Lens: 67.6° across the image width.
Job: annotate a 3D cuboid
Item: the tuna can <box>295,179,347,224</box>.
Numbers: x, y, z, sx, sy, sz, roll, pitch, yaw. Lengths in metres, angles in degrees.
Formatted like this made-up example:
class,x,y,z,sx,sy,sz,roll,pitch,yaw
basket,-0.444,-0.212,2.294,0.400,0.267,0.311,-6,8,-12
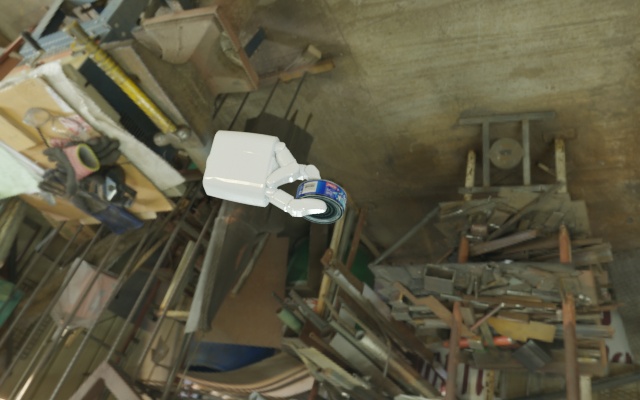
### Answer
class,x,y,z,sx,sy,sz,roll,pitch,yaw
tuna can,0.000,0.003,0.804,0.086,0.033,0.086,8,-35,5
